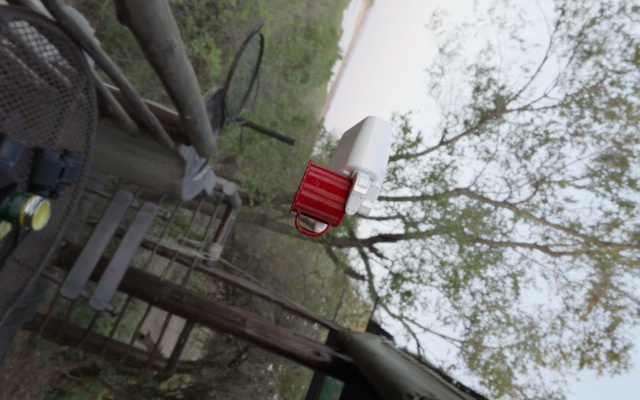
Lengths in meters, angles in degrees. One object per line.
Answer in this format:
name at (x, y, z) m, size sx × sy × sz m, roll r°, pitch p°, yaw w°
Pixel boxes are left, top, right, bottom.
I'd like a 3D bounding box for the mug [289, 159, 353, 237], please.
mug at (0.000, 0.004, 0.756) m, size 0.081 × 0.117 × 0.093 m, roll 22°, pitch -23°, yaw -3°
